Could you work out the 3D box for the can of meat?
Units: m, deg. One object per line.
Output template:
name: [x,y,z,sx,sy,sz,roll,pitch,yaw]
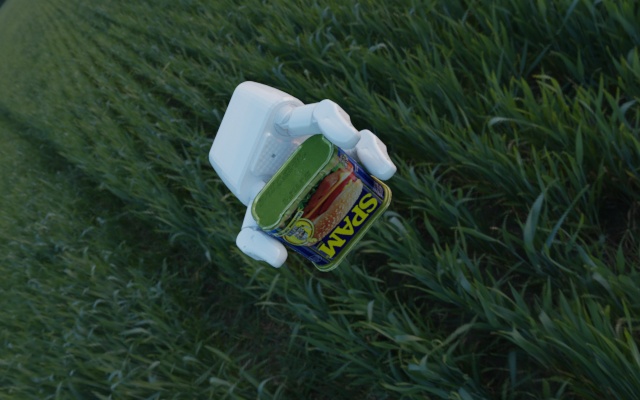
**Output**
can of meat: [0.000,0.001,0.432,0.084,0.102,0.057,38,5,-38]
